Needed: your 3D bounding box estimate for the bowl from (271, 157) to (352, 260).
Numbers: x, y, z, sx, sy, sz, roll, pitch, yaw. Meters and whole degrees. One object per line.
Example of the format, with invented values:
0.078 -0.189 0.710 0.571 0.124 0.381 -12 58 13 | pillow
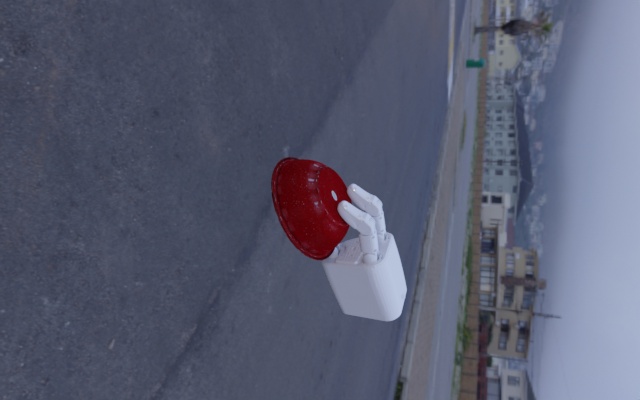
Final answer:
0.000 0.001 0.694 0.055 0.162 0.162 -23 -12 29 | bowl
